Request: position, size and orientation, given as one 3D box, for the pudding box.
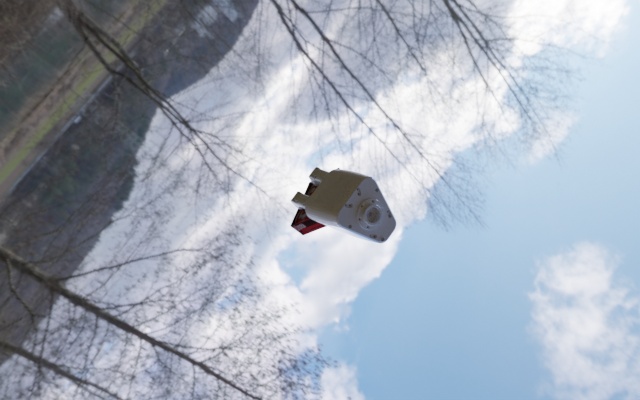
[{"bbox_3d":[0.000,0.003,0.884,0.039,0.113,0.090,42,-40,-23],"label":"pudding box"}]
